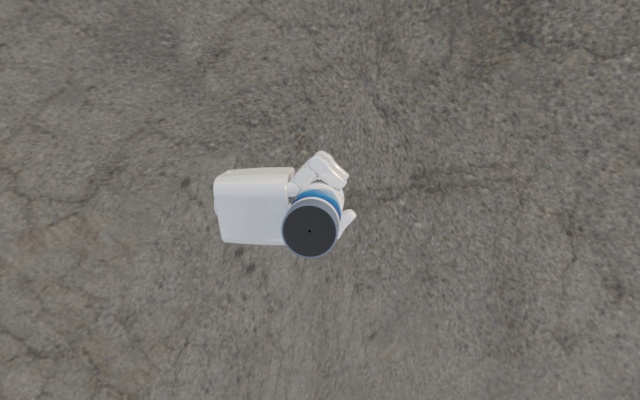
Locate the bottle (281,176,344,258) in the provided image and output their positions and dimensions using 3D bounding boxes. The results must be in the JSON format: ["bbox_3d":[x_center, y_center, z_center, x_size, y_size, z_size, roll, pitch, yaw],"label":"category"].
[{"bbox_3d":[0.000,0.002,0.692,0.069,0.069,0.295,0,13,5],"label":"bottle"}]
